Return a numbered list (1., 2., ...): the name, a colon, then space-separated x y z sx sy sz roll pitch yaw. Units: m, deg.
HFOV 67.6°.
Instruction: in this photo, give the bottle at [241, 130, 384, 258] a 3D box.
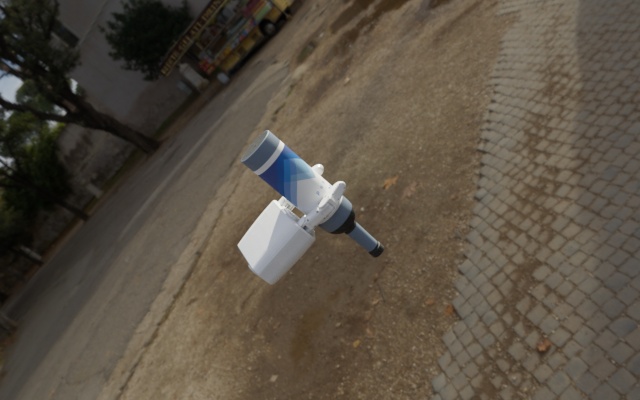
1. bottle: 0.000 0.002 0.810 0.296 0.069 0.069 41 -17 -20
